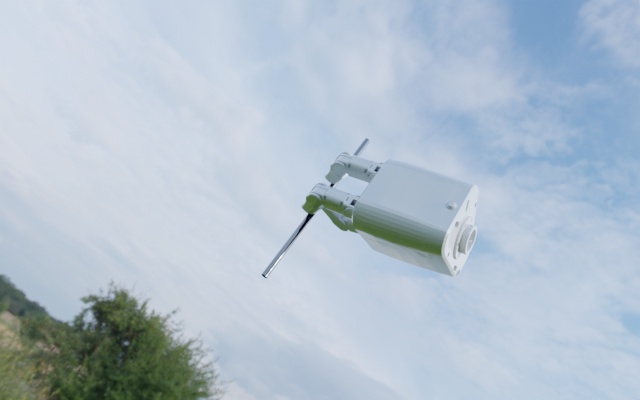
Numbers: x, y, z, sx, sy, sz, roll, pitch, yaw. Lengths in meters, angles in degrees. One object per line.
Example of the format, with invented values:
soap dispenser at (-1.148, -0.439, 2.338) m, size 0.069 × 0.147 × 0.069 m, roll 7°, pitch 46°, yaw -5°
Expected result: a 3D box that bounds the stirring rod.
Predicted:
stirring rod at (0.000, 0.002, 0.602) m, size 0.011 × 0.239 × 0.011 m, roll 28°, pitch -29°, yaw 17°
